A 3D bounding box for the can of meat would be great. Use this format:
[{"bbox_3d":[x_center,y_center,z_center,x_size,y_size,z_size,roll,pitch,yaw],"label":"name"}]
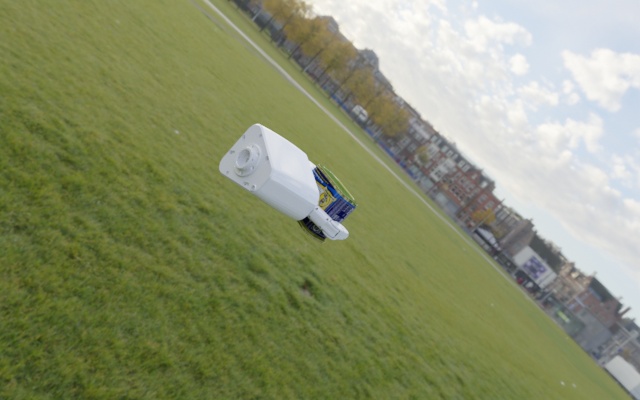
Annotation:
[{"bbox_3d":[0.000,0.002,0.761,0.057,0.084,0.102,33,15,-47],"label":"can of meat"}]
